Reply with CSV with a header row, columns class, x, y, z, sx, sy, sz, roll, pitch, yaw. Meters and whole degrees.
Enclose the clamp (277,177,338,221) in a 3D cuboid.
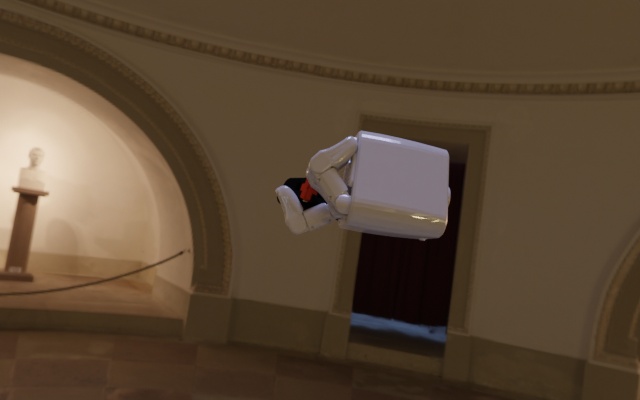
class,x,y,z,sx,sy,sz,roll,pitch,yaw
clamp,0.000,0.001,0.637,0.120,0.039,0.171,12,-5,-4
